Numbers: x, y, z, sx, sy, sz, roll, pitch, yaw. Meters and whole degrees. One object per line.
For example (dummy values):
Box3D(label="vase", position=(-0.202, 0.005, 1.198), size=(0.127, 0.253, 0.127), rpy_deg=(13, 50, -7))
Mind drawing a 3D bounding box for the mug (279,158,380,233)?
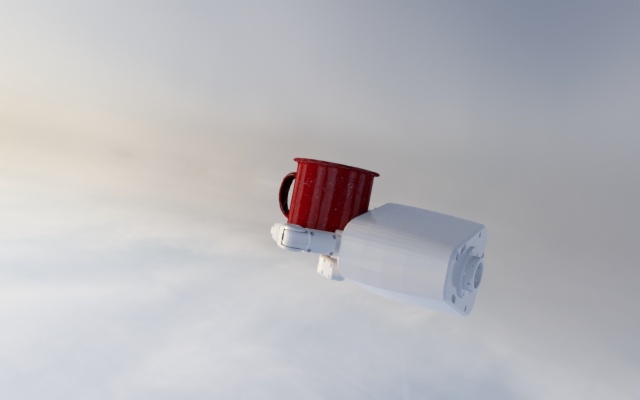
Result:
Box3D(label="mug", position=(-0.001, 0.002, 0.513), size=(0.117, 0.081, 0.093), rpy_deg=(11, 1, 35))
